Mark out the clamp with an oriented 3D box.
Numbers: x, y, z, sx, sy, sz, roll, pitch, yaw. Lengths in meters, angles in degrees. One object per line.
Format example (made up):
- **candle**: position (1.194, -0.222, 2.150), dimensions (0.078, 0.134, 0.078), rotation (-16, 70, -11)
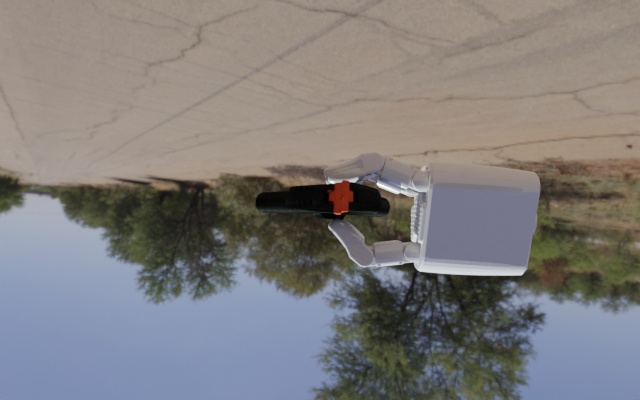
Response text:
- **clamp**: position (0.000, 0.002, 0.503), dimensions (0.164, 0.036, 0.210), rotation (1, -2, 2)
